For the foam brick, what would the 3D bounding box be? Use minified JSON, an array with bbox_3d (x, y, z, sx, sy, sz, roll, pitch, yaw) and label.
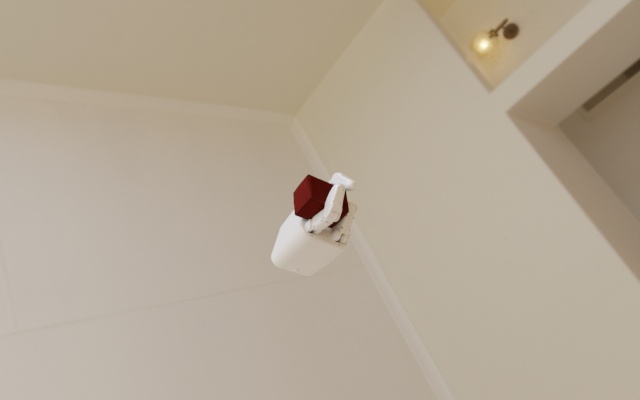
[{"bbox_3d":[0.000,0.002,0.788,0.078,0.053,0.051,21,-47,-28],"label":"foam brick"}]
